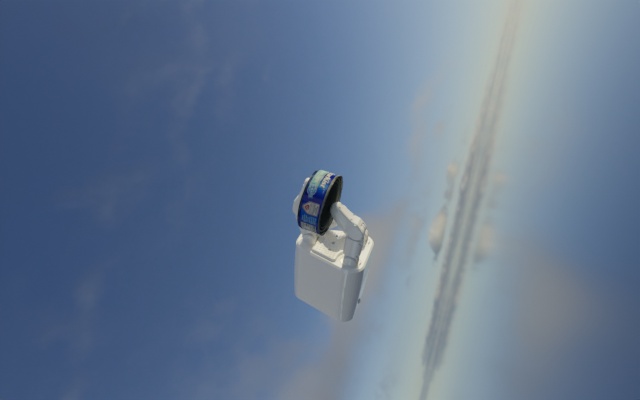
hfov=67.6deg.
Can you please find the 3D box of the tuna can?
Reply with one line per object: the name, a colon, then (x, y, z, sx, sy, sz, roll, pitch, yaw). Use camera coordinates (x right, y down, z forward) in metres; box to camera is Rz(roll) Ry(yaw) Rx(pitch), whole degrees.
tuna can: (0.000, 0.002, 0.648, 0.034, 0.086, 0.086, 18, 4, 14)
